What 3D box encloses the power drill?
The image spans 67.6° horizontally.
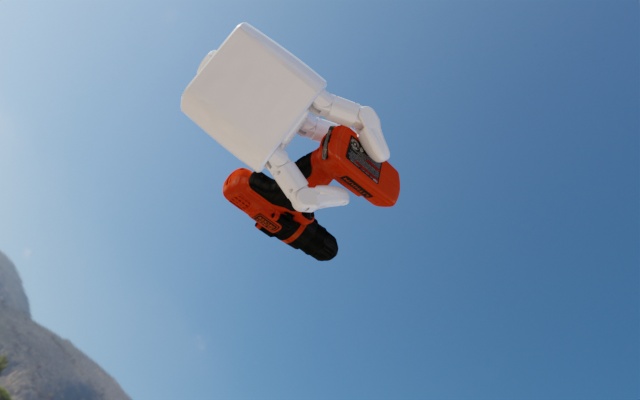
[{"bbox_3d":[0.000,0.002,0.573,0.184,0.057,0.188,36,-44,-28],"label":"power drill"}]
